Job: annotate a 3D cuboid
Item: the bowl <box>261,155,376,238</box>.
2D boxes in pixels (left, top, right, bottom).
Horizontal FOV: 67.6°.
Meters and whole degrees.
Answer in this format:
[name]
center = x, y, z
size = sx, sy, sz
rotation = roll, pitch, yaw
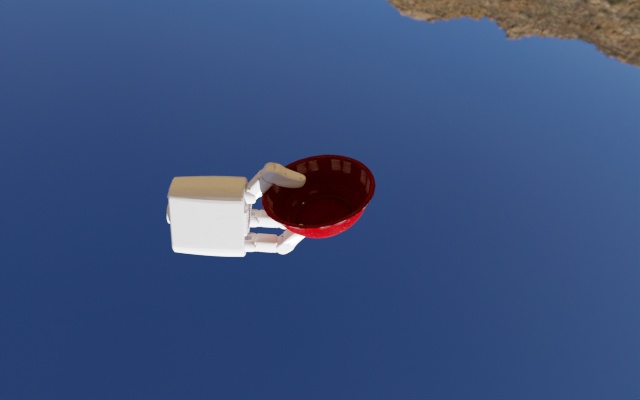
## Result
[bowl]
center = 0.001, 0.003, 0.683
size = 0.162, 0.055, 0.162
rotation = -7, 40, 6
